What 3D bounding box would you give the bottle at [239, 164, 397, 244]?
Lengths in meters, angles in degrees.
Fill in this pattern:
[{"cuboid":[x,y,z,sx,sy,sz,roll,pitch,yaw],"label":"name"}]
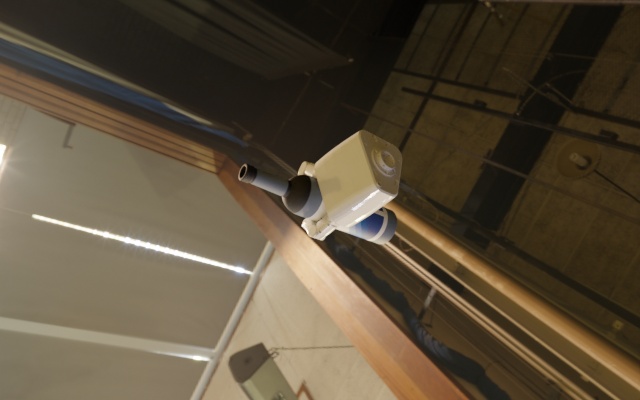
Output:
[{"cuboid":[0.000,0.003,0.792,0.296,0.069,0.069,21,-12,-32],"label":"bottle"}]
